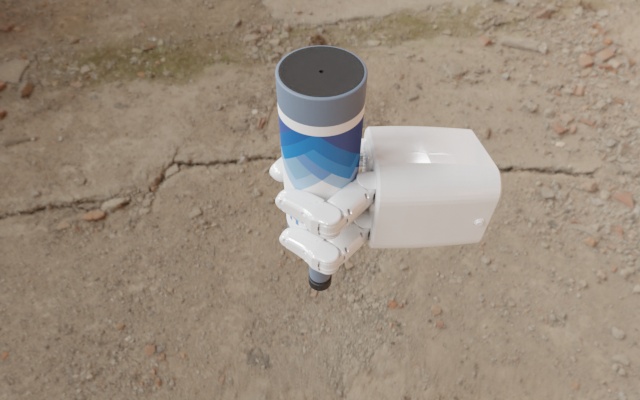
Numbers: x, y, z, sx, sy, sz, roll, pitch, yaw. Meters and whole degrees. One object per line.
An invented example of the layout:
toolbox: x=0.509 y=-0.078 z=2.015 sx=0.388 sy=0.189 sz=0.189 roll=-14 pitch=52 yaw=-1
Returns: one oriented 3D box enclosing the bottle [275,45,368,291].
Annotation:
bottle: x=0.000 y=0.001 z=0.454 sx=0.069 sy=0.069 sz=0.296 roll=0 pitch=-40 yaw=0
